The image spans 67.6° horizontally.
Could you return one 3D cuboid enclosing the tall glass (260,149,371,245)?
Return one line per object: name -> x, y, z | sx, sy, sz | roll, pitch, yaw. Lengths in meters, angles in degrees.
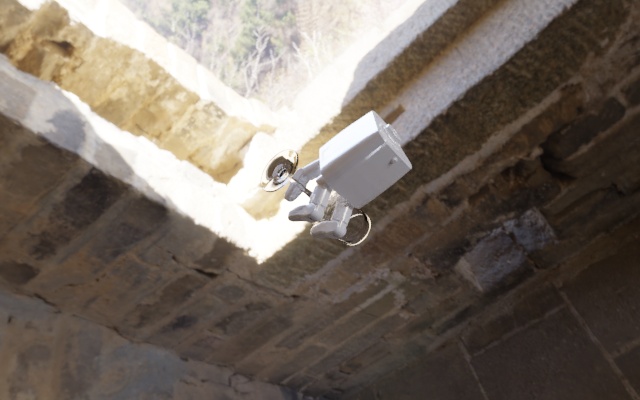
tall glass -> 0.000, 0.002, 0.764 | 0.079, 0.079, 0.201 | 0, -29, 44
